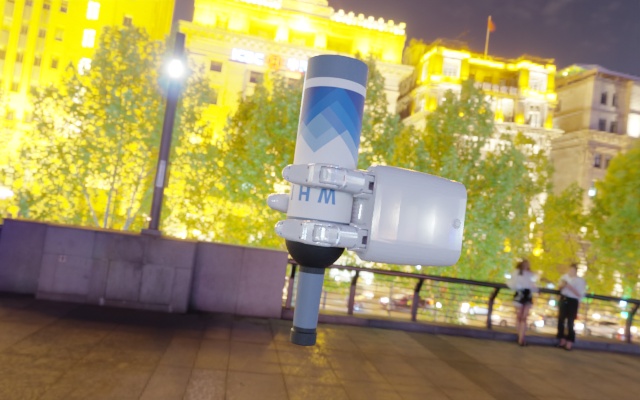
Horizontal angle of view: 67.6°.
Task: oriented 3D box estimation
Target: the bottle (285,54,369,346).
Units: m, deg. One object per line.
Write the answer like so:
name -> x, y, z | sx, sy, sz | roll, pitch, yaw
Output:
bottle -> 0.000, 0.001, 0.502 | 0.069, 0.295, 0.069 | 7, -3, 0
